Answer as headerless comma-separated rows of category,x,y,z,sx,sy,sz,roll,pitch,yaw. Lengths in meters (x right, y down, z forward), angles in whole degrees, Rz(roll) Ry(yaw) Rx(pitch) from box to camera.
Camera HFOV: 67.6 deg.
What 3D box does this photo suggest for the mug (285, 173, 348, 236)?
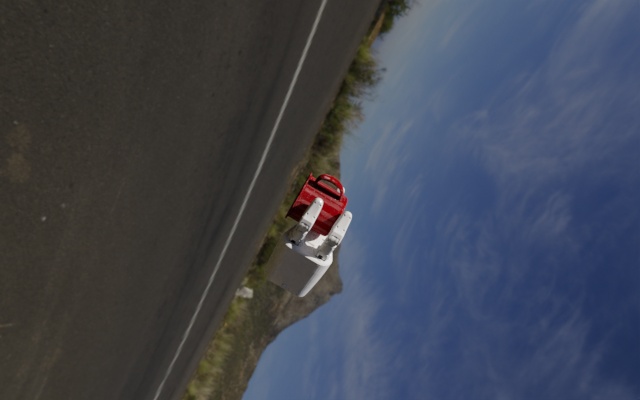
mug,0.001,0.002,0.840,0.081,0.117,0.093,30,36,-4
